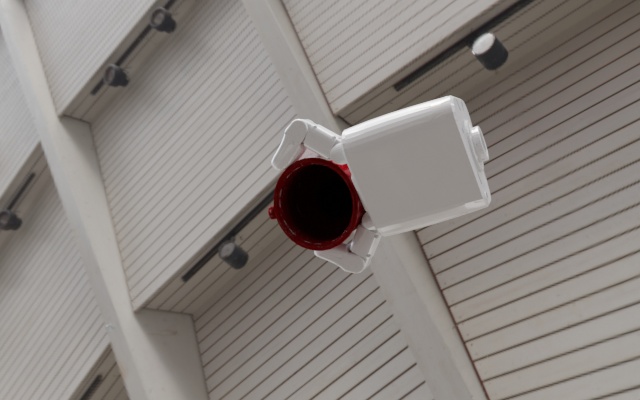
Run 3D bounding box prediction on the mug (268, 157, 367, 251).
[{"bbox_3d":[-0.001,0.002,0.511,0.117,0.093,0.081,-16,1,26],"label":"mug"}]
